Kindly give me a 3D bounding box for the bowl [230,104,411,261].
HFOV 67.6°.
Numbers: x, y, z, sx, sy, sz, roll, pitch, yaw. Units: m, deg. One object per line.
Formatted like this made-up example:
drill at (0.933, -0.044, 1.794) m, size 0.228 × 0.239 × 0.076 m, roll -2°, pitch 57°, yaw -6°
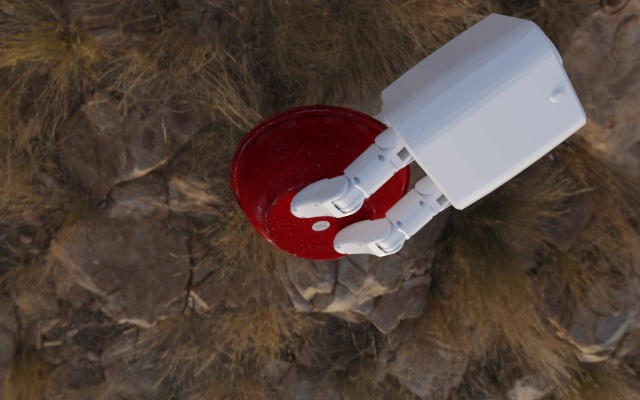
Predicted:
bowl at (-0.001, 0.002, 0.410) m, size 0.162 × 0.162 × 0.055 m, roll 0°, pitch 43°, yaw -1°
